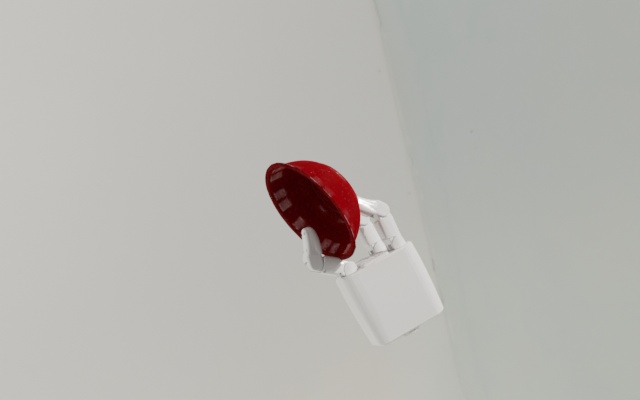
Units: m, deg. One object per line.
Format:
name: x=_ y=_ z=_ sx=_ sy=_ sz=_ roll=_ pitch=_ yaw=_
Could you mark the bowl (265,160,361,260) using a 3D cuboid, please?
bowl: x=0.000 y=0.001 z=0.644 sx=0.055 sy=0.162 sz=0.162 roll=-42 pitch=22 yaw=-26
